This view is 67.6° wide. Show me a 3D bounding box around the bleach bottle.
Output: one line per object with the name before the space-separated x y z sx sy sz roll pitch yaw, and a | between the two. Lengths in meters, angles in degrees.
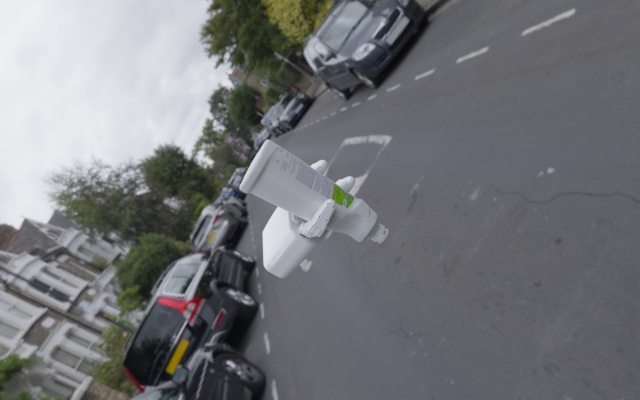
bleach bottle | 0.000 0.002 0.775 0.251 0.068 0.102 31 33 -12
